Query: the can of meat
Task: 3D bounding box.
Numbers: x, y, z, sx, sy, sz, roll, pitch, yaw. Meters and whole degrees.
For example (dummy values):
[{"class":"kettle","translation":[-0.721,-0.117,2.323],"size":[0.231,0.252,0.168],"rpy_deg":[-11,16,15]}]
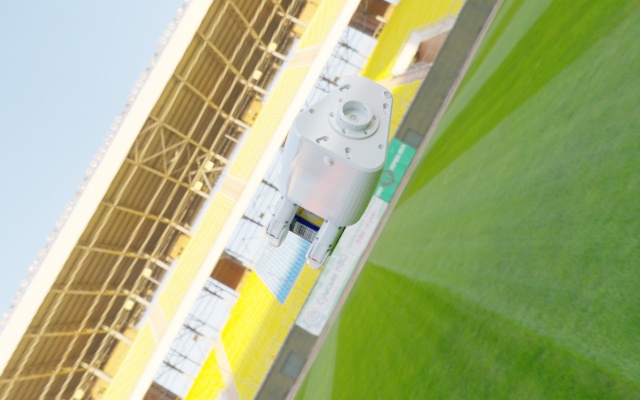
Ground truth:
[{"class":"can of meat","translation":[0.000,0.002,0.574],"size":[0.084,0.102,0.057],"rpy_deg":[28,-28,5]}]
